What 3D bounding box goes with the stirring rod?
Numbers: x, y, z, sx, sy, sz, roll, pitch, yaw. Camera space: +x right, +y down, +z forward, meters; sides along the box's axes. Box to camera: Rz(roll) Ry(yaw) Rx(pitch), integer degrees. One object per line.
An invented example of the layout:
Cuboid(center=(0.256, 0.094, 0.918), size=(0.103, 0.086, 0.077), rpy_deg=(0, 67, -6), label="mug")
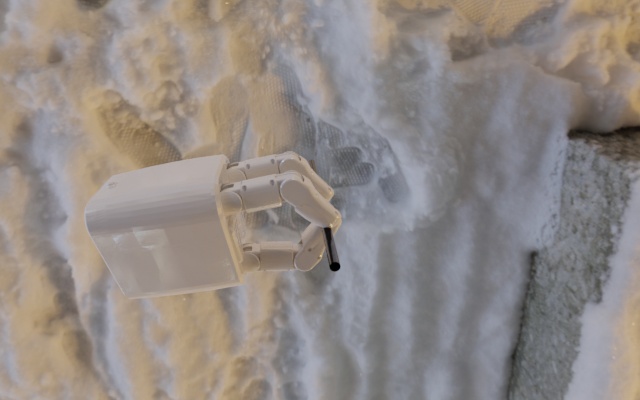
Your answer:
Cuboid(center=(0.000, 0.001, 0.451), size=(0.011, 0.011, 0.239), rpy_deg=(0, 22, -5), label="stirring rod")
